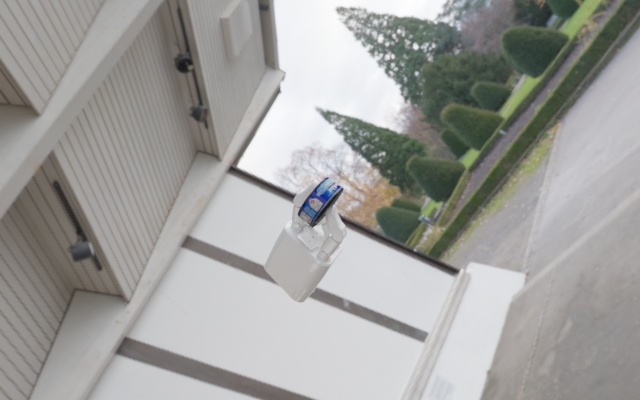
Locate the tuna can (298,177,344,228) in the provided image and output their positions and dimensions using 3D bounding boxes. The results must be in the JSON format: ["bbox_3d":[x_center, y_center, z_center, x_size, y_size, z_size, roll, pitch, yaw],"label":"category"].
[{"bbox_3d":[0.000,0.002,0.801,0.034,0.086,0.086,38,6,8],"label":"tuna can"}]
